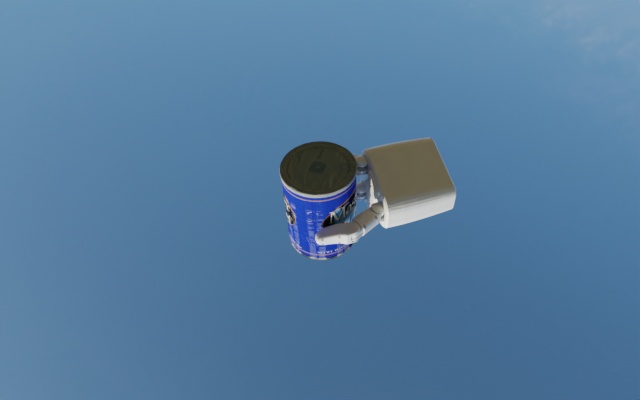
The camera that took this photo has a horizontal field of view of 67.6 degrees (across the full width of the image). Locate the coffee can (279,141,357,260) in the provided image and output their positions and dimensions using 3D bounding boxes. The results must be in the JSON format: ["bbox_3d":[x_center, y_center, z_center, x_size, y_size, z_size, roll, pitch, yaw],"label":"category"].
[{"bbox_3d":[0.000,0.002,0.678,0.103,0.102,0.140,0,-42,3],"label":"coffee can"}]
